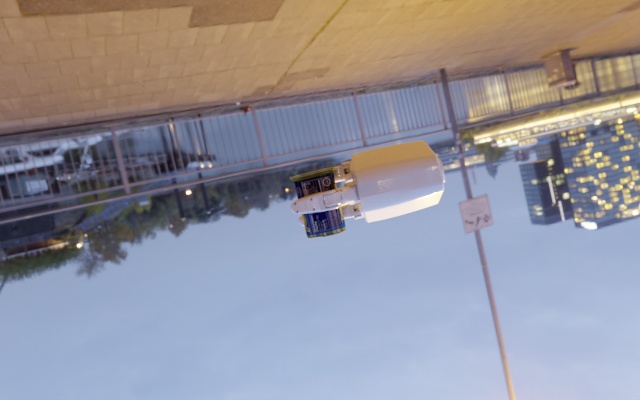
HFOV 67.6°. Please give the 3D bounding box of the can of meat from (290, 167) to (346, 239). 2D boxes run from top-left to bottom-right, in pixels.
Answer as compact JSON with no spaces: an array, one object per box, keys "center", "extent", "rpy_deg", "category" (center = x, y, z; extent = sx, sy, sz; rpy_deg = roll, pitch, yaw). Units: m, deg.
[{"center":[0.000,0.002,0.640],"extent":[0.057,0.084,0.102],"rpy_deg":[-14,2,3],"category":"can of meat"}]
